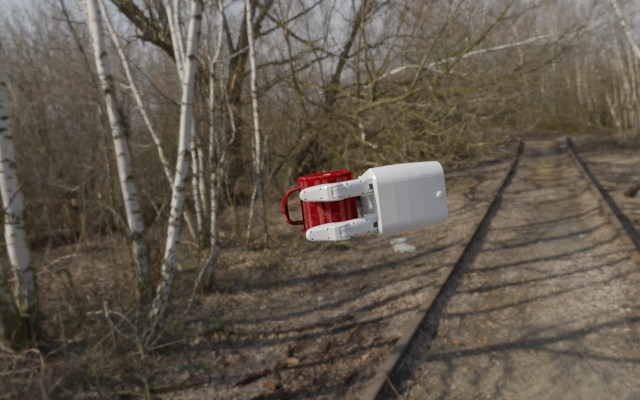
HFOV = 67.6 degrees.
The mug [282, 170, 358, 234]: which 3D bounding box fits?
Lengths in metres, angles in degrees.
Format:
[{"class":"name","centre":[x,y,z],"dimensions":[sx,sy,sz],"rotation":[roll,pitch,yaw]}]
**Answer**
[{"class":"mug","centre":[-0.001,0.002,0.703],"dimensions":[0.117,0.081,0.093],"rotation":[-9,7,-12]}]
